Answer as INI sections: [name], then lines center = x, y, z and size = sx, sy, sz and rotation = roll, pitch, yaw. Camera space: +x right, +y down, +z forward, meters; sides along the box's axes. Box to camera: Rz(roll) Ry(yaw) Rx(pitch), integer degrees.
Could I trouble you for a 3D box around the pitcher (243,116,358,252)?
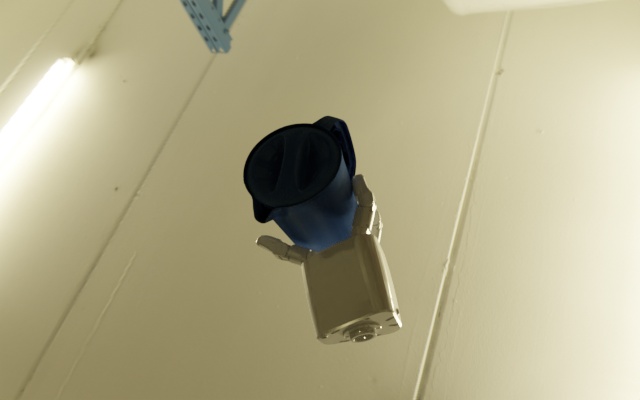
[pitcher]
center = 0.000, 0.002, 0.706
size = 0.149, 0.145, 0.243
rotation = -19, -35, 6
